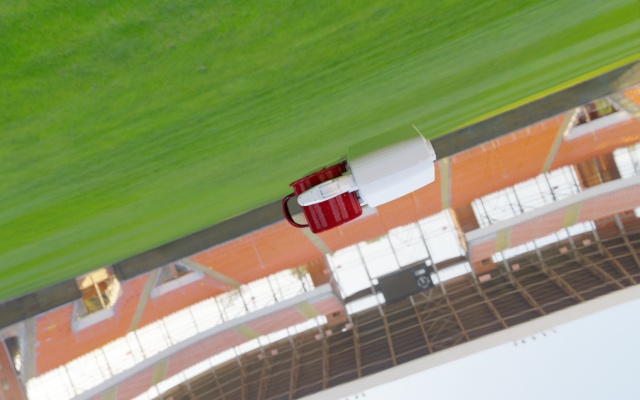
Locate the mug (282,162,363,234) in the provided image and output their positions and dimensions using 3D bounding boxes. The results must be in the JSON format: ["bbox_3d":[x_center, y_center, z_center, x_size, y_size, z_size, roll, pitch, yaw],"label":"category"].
[{"bbox_3d":[-0.001,0.003,0.699,0.117,0.081,0.093,-22,0,10],"label":"mug"}]
